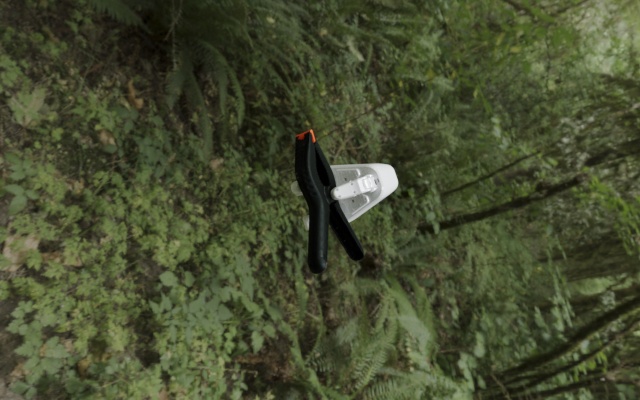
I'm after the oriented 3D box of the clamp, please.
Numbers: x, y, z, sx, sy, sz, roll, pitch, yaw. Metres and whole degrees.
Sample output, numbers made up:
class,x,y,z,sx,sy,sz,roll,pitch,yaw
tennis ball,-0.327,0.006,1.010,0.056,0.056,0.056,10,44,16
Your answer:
class,x,y,z,sx,sy,sz,roll,pitch,yaw
clamp,0.001,0.001,0.682,0.036,0.210,0.164,-18,-1,22
